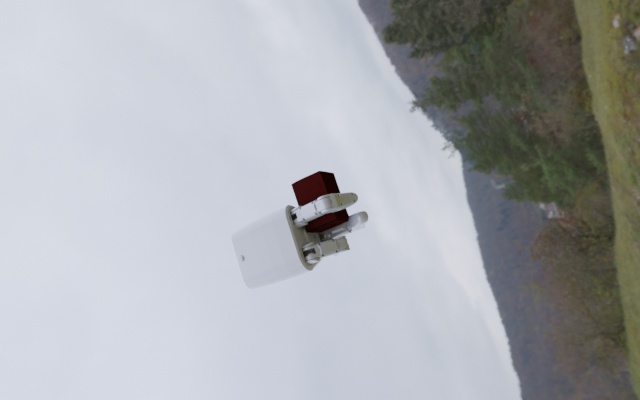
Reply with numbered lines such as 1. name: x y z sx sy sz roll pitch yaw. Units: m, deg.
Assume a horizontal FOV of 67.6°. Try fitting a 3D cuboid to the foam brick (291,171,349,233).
1. foam brick: 0.000 0.002 0.701 0.051 0.078 0.053 -24 -13 23
